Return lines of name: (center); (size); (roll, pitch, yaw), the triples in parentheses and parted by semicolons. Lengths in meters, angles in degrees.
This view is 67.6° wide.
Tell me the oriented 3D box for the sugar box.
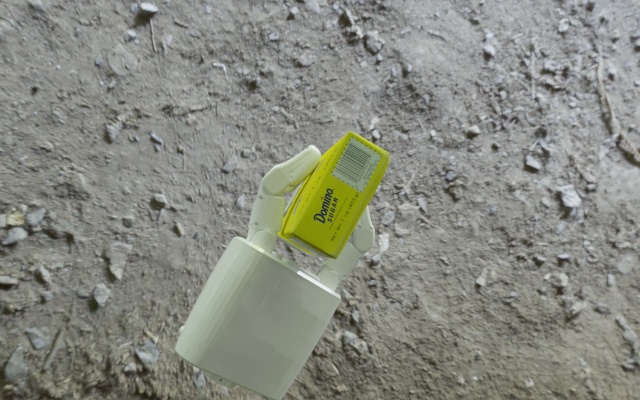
sugar box: (0.000, 0.001, 0.439); (0.048, 0.093, 0.176); (31, -10, -9)
